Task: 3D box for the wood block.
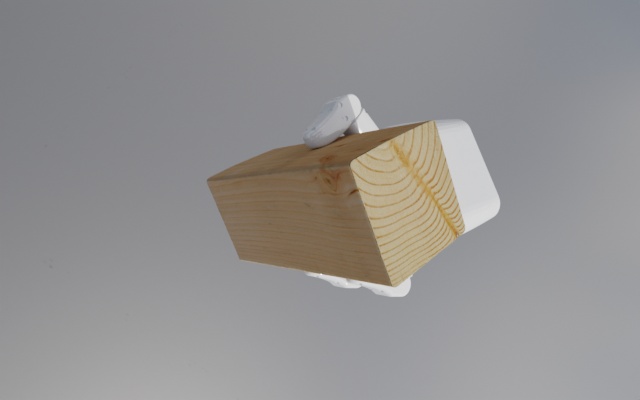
[{"bbox_3d":[0.000,0.001,0.402,0.090,0.091,0.206,-29,16,-35],"label":"wood block"}]
